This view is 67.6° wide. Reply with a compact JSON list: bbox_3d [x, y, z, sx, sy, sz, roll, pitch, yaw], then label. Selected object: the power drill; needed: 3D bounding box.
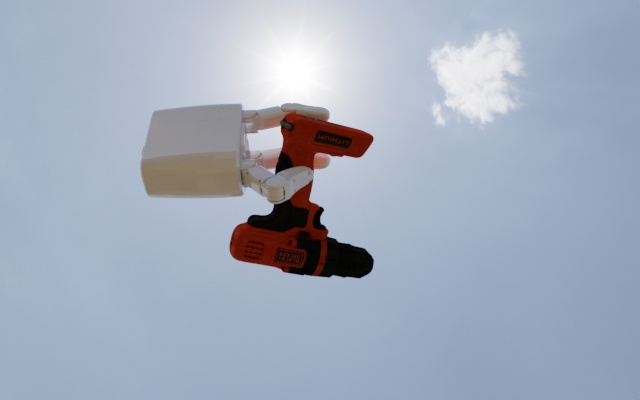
[{"bbox_3d":[0.000,0.001,0.568,0.184,0.188,0.057,12,12,-21],"label":"power drill"}]
